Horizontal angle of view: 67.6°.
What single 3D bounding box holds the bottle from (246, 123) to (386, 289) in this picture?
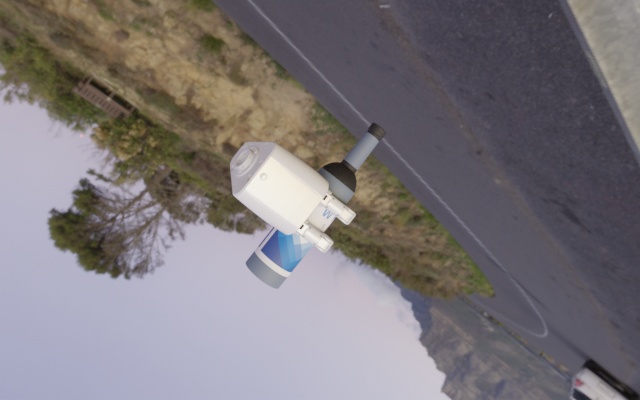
[{"bbox_3d":[0.000,0.003,0.745,0.069,0.296,0.069,39,2,-1],"label":"bottle"}]
